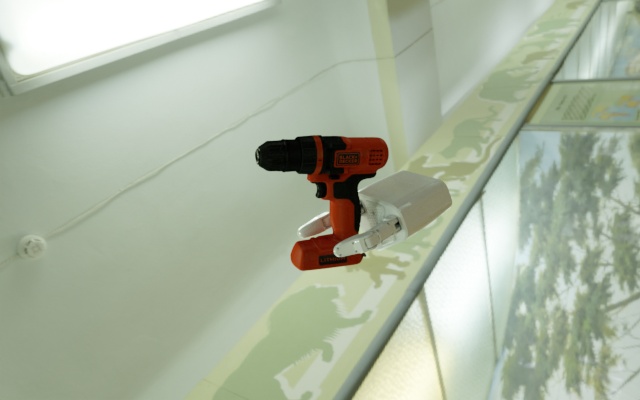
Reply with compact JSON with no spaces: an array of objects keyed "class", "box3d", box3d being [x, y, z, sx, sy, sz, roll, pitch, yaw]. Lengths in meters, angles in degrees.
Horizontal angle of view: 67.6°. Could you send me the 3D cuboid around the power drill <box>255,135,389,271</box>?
[{"class":"power drill","box3d":[0.000,0.003,0.658,0.184,0.188,0.057,-3,23,-18]}]
